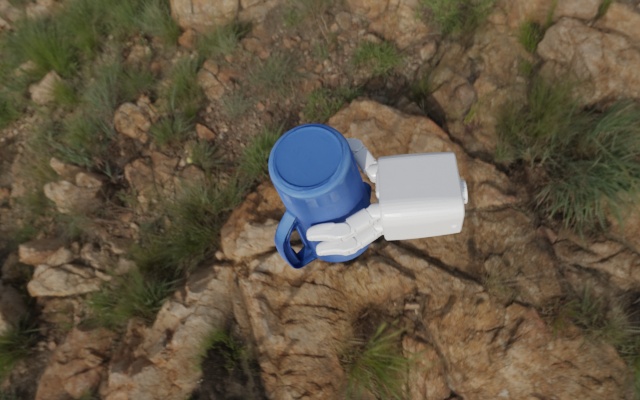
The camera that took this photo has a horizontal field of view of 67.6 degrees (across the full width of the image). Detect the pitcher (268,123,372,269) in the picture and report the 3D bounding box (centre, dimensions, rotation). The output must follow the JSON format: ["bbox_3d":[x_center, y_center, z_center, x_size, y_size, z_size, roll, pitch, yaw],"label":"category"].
[{"bbox_3d":[0.000,0.002,0.697,0.145,0.149,0.243,-5,-25,10],"label":"pitcher"}]
